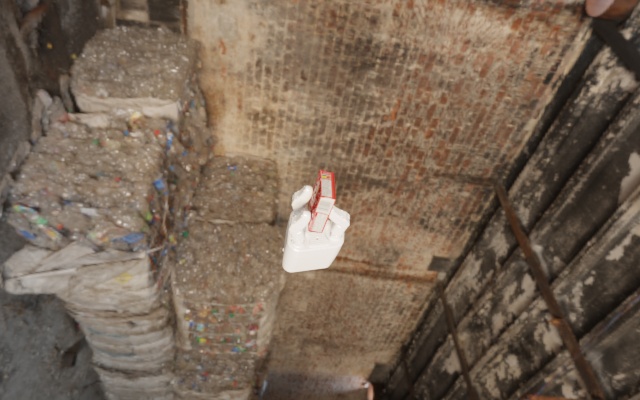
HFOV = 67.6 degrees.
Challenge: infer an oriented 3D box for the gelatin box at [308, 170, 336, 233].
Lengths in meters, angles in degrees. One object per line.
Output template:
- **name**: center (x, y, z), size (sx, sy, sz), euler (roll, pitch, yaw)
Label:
- **gelatin box**: center (0.001, 0.003, 0.853), size (0.030, 0.089, 0.073), euler (11, 42, -11)
